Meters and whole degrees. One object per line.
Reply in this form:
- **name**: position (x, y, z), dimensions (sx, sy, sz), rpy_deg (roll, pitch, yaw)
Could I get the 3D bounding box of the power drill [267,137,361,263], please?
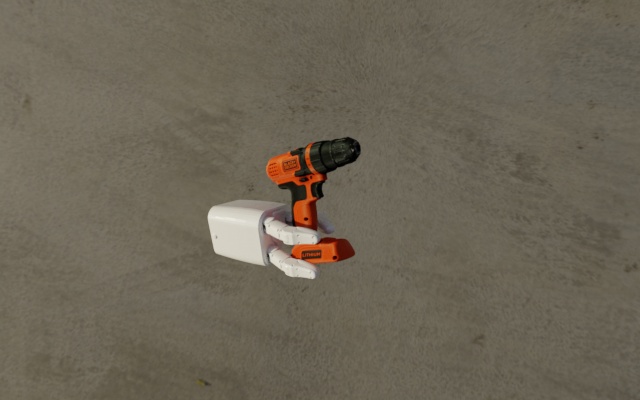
- **power drill**: position (0.000, 0.003, 0.754), dimensions (0.184, 0.187, 0.057), rpy_deg (-11, -2, 43)
